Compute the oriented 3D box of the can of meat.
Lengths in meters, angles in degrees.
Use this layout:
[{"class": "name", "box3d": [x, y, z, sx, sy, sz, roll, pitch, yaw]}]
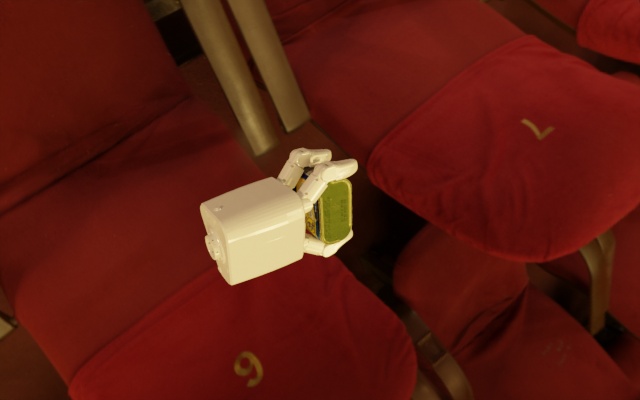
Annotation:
[{"class": "can of meat", "box3d": [0.000, 0.002, 0.677, 0.057, 0.102, 0.084, -17, 29, -27]}]
